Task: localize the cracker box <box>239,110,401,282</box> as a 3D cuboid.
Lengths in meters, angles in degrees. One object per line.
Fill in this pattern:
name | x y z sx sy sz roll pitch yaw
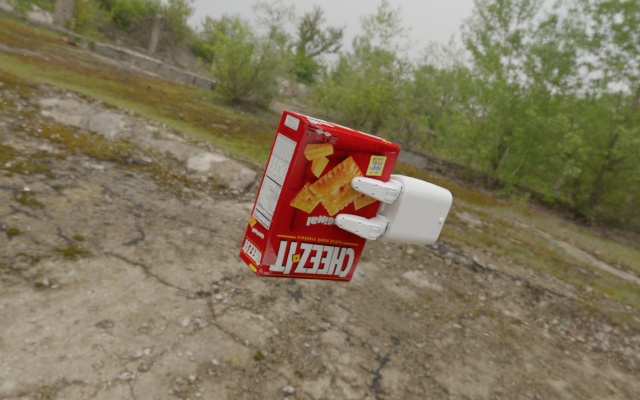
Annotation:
cracker box | 0.000 0.002 0.660 0.164 0.214 0.072 10 15 -35
